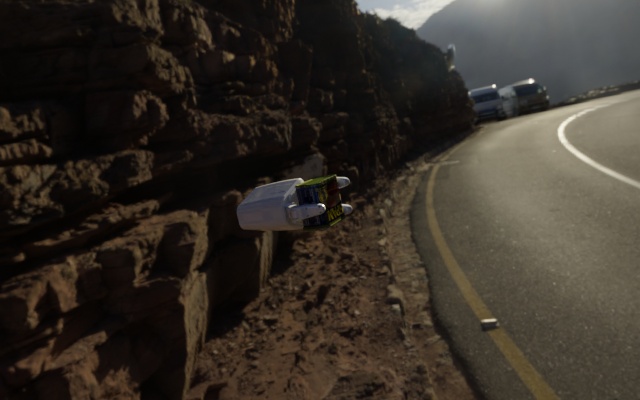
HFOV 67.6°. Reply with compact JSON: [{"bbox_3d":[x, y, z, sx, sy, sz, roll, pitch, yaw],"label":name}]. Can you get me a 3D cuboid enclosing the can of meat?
[{"bbox_3d":[0.000,0.003,0.877,0.057,0.084,0.102,-8,9,27],"label":"can of meat"}]
